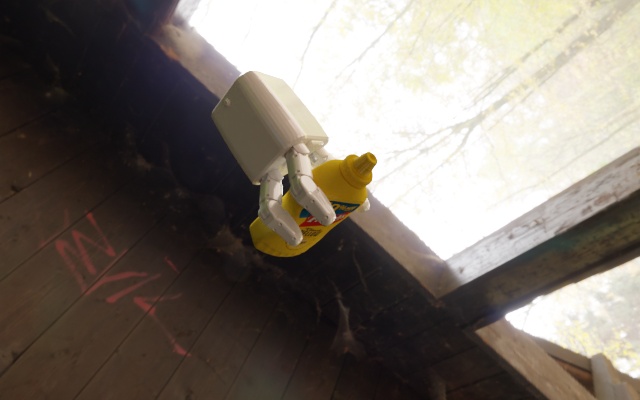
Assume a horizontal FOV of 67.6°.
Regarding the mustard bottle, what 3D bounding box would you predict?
[{"bbox_3d":[0.000,0.002,0.585,0.096,0.058,0.192,8,-37,-41],"label":"mustard bottle"}]
